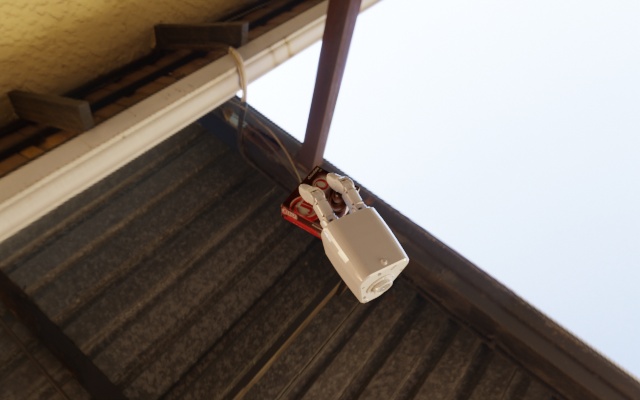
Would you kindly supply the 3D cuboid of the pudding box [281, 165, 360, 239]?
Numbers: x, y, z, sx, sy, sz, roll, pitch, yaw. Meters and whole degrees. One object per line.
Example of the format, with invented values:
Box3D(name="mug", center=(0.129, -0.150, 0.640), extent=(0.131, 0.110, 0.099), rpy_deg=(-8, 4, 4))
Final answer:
Box3D(name="pudding box", center=(0.000, 0.003, 0.808), extent=(0.090, 0.039, 0.113), rpy_deg=(29, 52, 15))
